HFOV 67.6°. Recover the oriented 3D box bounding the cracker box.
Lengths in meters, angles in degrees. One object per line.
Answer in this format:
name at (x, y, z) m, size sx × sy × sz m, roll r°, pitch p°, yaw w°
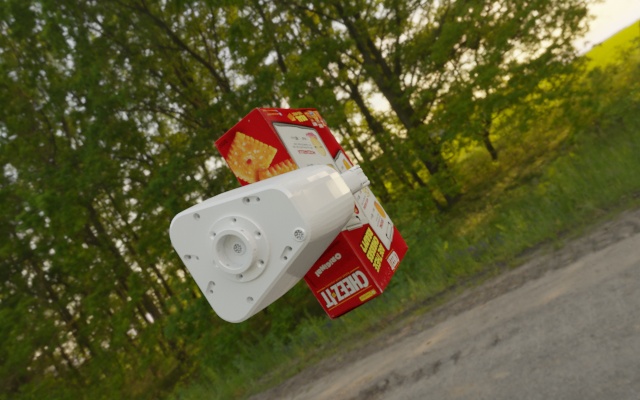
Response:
cracker box at (0.000, 0.002, 0.533) m, size 0.072 × 0.213 × 0.164 m, roll -34°, pitch -2°, yaw 22°
